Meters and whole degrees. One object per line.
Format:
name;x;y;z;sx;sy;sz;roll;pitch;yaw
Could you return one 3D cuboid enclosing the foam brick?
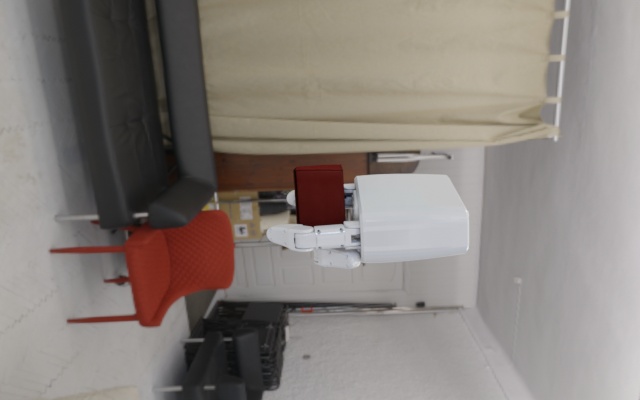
foam brick;0.000;0.001;0.513;0.051;0.078;0.053;-3;11;2
